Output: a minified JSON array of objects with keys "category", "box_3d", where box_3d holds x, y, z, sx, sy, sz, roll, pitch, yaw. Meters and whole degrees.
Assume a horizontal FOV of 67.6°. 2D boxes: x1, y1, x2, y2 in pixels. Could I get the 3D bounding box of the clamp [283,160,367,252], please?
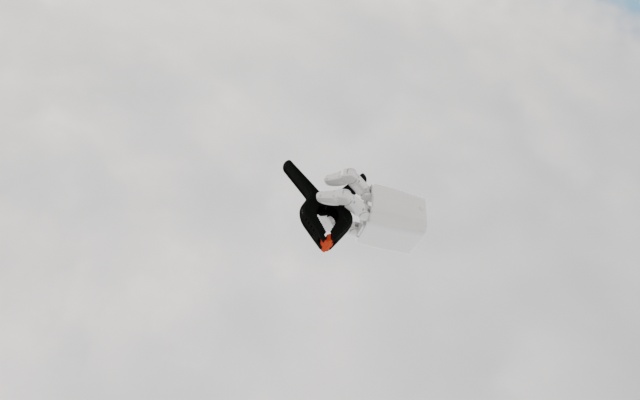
[{"category":"clamp","box_3d":[0.000,0.004,0.861,0.164,0.036,0.209,13,42,-3]}]
